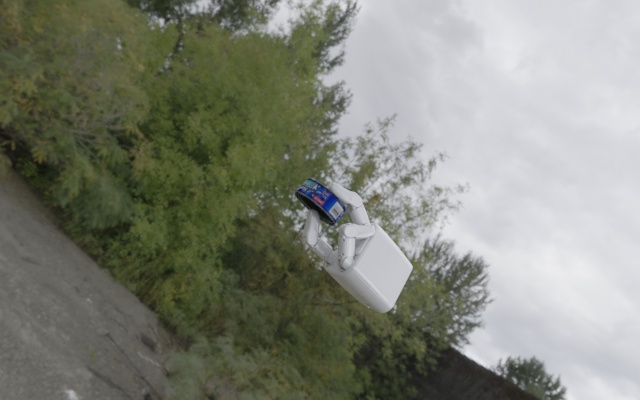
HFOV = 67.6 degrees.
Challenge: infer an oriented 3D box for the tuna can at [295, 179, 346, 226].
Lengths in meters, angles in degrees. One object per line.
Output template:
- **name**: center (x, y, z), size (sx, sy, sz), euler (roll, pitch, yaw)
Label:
- **tuna can**: center (0.000, 0.002, 0.796), size (0.086, 0.033, 0.086), euler (38, -12, 9)
